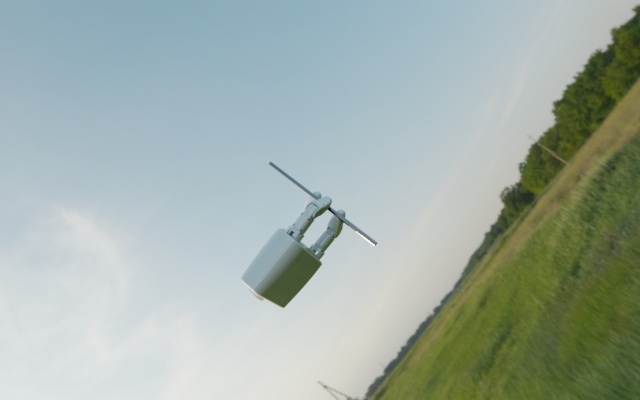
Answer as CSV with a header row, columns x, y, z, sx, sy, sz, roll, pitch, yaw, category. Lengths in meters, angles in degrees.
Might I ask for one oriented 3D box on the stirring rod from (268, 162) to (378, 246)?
x,y,z,sx,sy,sz,roll,pitch,yaw,category
0.000,0.003,0.818,0.239,0.011,0.011,37,14,19,stirring rod
